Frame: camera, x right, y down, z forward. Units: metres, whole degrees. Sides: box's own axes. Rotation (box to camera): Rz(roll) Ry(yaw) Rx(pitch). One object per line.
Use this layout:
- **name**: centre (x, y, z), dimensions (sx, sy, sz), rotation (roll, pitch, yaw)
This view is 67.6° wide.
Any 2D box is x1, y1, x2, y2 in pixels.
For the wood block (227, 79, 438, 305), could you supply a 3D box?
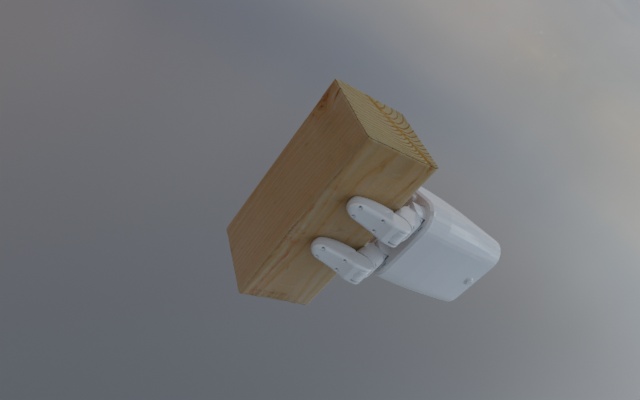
- **wood block**: centre (0.000, 0.001, 0.469), dimensions (0.090, 0.090, 0.206), rotation (18, -55, -35)
